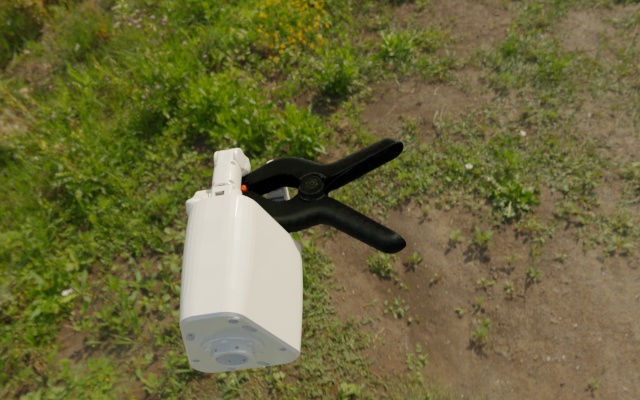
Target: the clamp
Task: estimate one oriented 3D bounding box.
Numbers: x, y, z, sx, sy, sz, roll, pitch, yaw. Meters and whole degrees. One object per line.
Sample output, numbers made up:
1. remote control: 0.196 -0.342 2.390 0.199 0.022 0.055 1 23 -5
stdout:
1. clamp: 0.000 0.001 0.441 0.171 0.120 0.039 -9 -39 6
